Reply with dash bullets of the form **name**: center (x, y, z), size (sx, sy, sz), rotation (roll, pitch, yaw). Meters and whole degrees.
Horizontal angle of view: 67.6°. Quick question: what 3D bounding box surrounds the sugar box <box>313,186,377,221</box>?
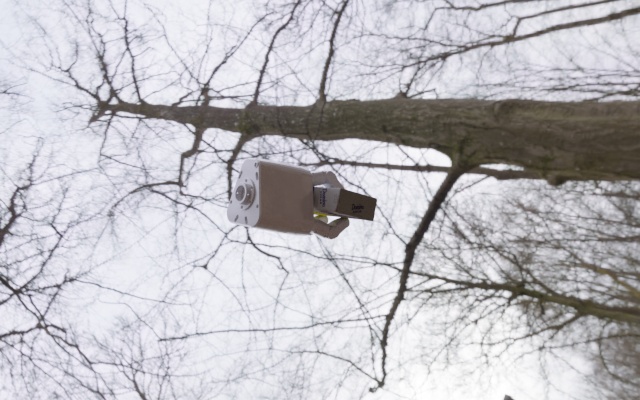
- **sugar box**: center (0.000, 0.003, 0.823), size (0.093, 0.048, 0.176), rotation (14, -4, -43)
